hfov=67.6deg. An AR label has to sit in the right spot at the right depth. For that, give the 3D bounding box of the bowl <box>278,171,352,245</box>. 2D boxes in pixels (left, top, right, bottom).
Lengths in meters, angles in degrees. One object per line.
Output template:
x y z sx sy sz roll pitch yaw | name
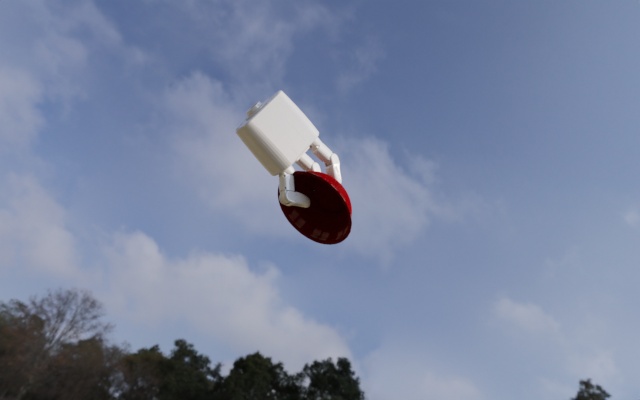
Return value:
0.001 0.004 0.894 0.162 0.162 0.055 0 32 39 | bowl
